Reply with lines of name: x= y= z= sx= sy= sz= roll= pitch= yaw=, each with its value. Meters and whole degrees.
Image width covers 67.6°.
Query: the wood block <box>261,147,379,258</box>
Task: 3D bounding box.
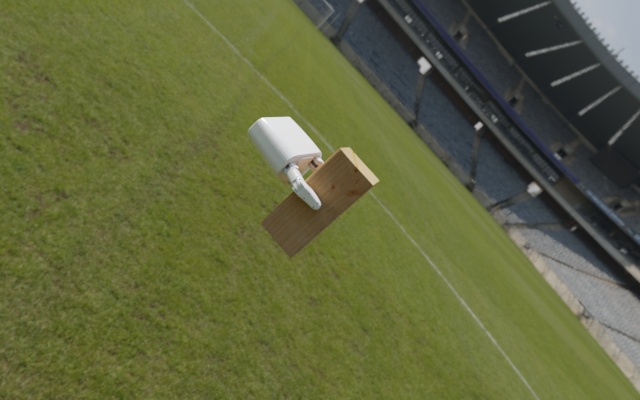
wood block: x=0.000 y=0.003 z=0.897 sx=0.206 sy=0.090 sz=0.091 roll=-43 pitch=-5 yaw=16
